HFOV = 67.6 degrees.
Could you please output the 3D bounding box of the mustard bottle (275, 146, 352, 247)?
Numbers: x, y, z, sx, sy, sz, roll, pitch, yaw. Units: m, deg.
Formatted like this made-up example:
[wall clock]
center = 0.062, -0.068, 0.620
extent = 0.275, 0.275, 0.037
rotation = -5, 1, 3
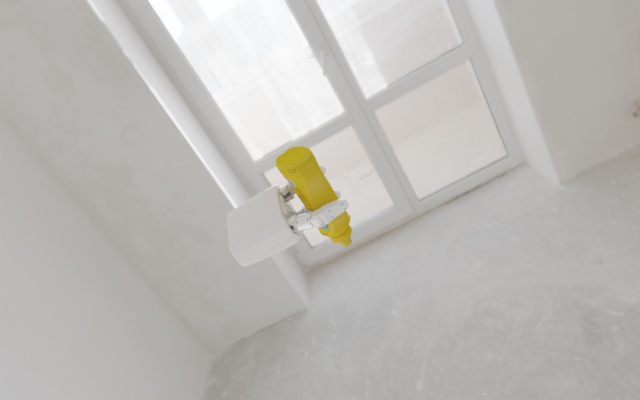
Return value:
[mustard bottle]
center = 0.000, 0.002, 0.795
extent = 0.058, 0.192, 0.096
rotation = -38, 24, -14
